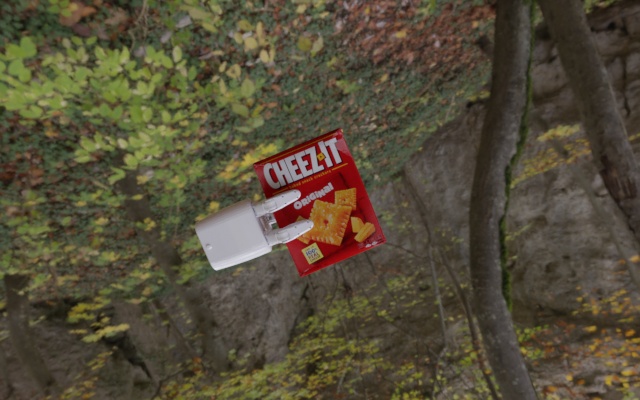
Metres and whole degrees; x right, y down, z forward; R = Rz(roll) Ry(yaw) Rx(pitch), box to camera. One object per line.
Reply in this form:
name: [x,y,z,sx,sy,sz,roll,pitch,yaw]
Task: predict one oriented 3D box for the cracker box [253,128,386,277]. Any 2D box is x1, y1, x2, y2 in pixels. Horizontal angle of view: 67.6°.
cracker box: [0.000,0.003,0.831,0.164,0.214,0.072,-22,6,3]
